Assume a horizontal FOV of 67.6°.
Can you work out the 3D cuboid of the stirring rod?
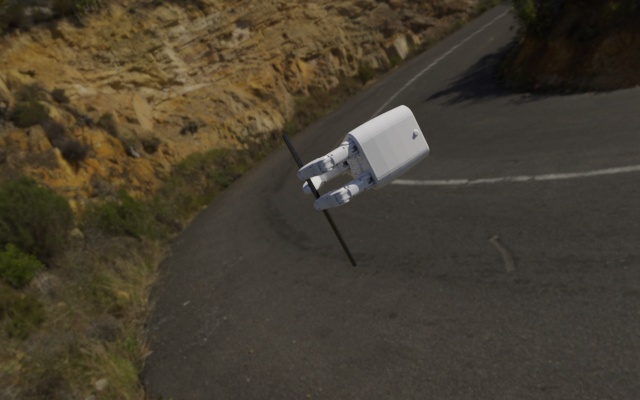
[{"bbox_3d":[0.000,0.003,0.753,0.011,0.239,0.011,-27,12,6],"label":"stirring rod"}]
